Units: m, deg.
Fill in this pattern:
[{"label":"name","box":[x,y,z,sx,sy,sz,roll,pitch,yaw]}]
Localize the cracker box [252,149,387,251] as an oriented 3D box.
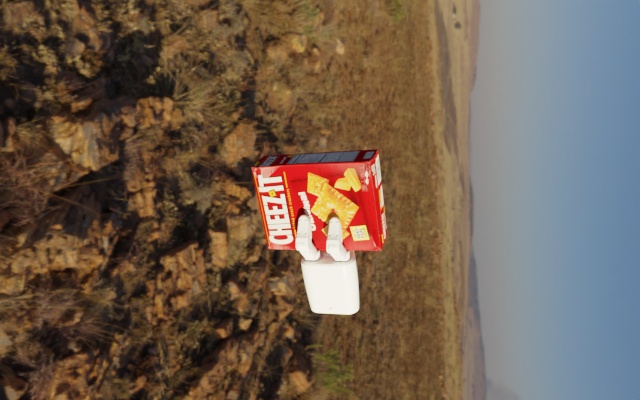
[{"label":"cracker box","box":[0.000,0.003,0.835,0.213,0.164,0.072,-1,23,18]}]
